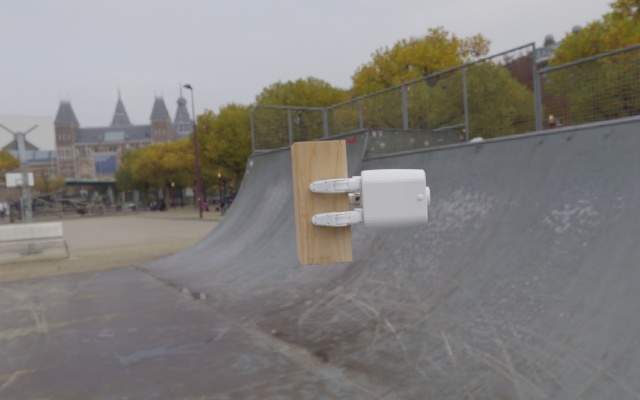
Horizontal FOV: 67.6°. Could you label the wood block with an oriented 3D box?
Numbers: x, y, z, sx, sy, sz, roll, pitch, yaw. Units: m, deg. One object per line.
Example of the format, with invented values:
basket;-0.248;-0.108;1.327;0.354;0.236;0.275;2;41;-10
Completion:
wood block;0.000;0.003;0.843;0.090;0.206;0.091;-4;2;-7
